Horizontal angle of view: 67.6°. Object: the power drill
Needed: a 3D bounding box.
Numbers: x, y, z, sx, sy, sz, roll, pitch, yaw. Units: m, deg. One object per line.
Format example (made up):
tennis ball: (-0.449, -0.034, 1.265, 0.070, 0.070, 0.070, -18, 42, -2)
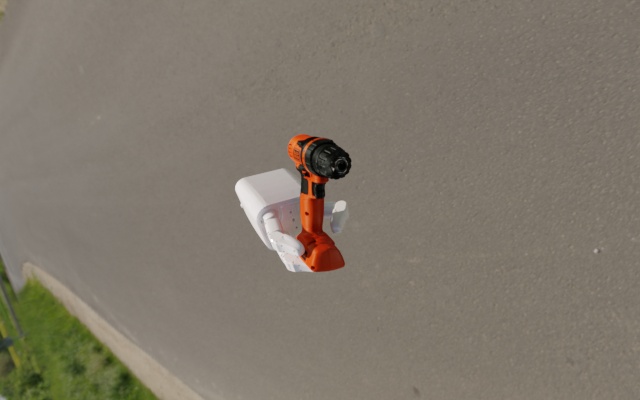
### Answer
power drill: (0.000, 0.003, 0.685, 0.057, 0.188, 0.184, -5, 15, -16)
